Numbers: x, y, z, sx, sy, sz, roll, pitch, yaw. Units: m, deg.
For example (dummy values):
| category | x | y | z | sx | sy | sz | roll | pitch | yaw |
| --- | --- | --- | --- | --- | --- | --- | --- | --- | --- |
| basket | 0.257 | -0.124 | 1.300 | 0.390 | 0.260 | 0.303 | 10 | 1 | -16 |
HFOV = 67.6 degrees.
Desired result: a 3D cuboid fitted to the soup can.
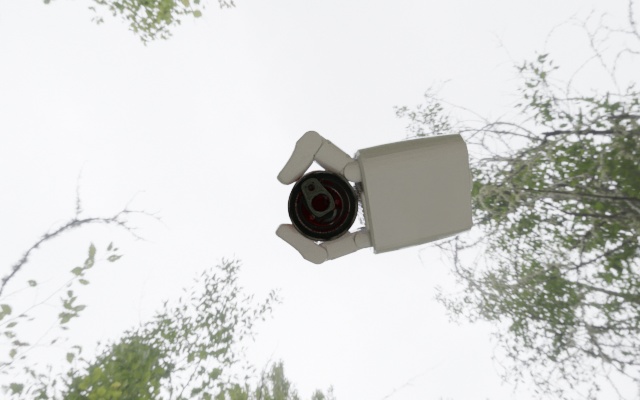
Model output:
| category | x | y | z | sx | sy | sz | roll | pitch | yaw |
| --- | --- | --- | --- | --- | --- | --- | --- | --- | --- |
| soup can | 0.000 | 0.002 | 0.500 | 0.068 | 0.068 | 0.102 | 0 | 4 | -3 |
